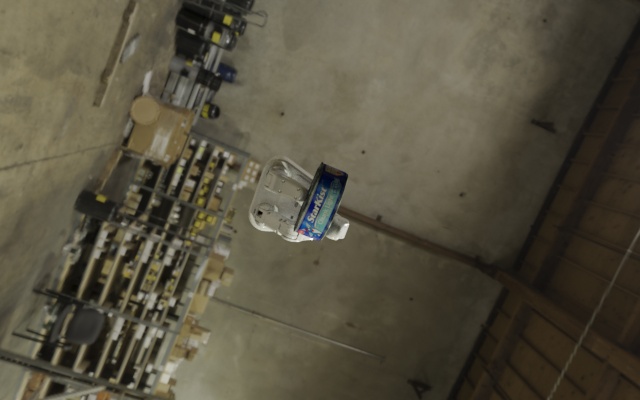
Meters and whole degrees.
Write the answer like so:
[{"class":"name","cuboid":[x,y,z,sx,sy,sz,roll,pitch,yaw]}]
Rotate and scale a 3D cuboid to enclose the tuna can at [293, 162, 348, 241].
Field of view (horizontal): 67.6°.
[{"class":"tuna can","cuboid":[0.001,0.002,0.544,0.034,0.086,0.086,22,-2,-5]}]
